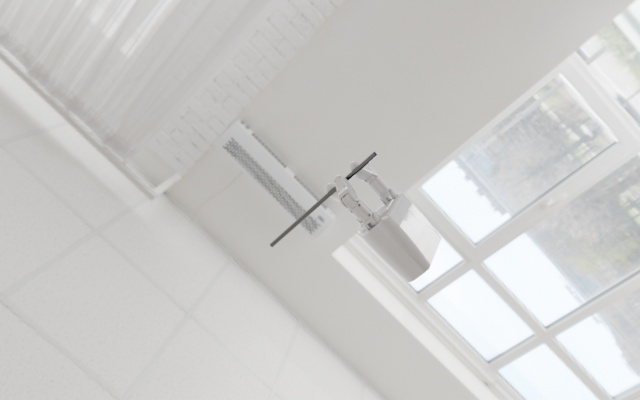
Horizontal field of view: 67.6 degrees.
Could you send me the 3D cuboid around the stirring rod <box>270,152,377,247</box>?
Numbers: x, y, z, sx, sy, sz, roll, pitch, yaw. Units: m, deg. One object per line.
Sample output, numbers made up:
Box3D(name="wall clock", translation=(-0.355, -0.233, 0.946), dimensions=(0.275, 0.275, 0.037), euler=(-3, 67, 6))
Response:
Box3D(name="stirring rod", translation=(0.000, 0.003, 0.773), dimensions=(0.239, 0.011, 0.011), euler=(-42, -18, 21))
